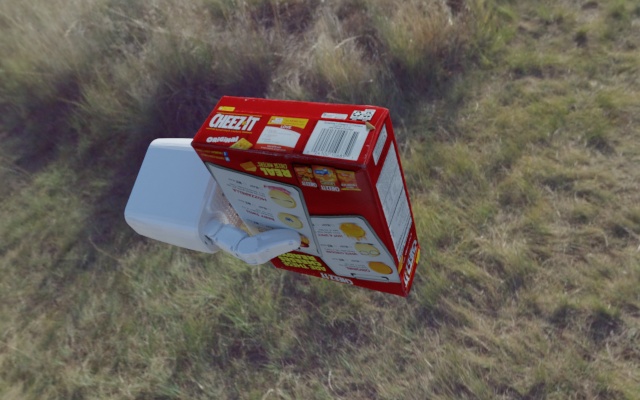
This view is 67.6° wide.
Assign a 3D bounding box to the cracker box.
[{"bbox_3d":[0.000,0.002,0.463,0.164,0.072,0.214,9,-33,26],"label":"cracker box"}]
